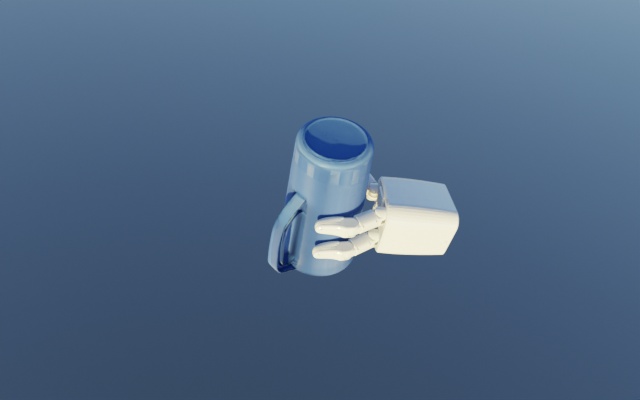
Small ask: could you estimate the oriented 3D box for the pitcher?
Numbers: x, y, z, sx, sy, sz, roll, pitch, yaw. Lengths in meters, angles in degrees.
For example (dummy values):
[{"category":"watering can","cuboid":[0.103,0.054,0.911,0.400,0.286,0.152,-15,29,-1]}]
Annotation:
[{"category":"pitcher","cuboid":[0.000,0.002,0.722,0.145,0.149,0.243,5,-42,-4]}]
